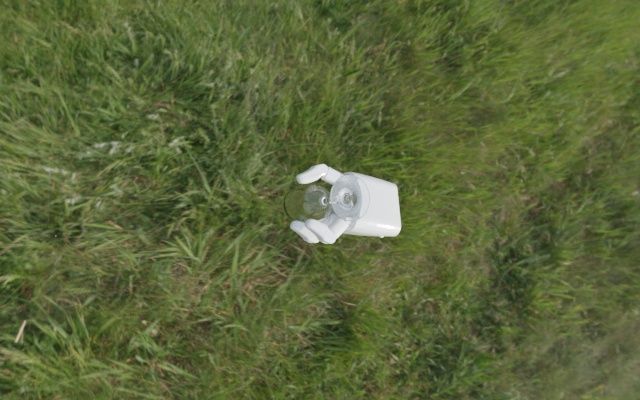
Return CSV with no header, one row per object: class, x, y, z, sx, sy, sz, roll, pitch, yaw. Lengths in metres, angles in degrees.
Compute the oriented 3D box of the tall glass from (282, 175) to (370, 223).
tall glass,0.000,0.003,0.842,0.079,0.079,0.201,0,-4,-29
